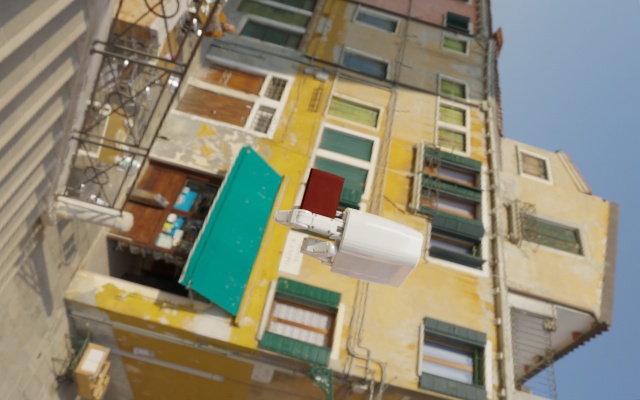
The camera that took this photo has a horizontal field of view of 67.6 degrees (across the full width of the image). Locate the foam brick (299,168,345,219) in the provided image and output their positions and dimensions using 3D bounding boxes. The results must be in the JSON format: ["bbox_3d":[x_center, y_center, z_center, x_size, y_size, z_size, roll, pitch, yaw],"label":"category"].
[{"bbox_3d":[0.000,0.002,0.688,0.051,0.078,0.053,14,-14,1],"label":"foam brick"}]
